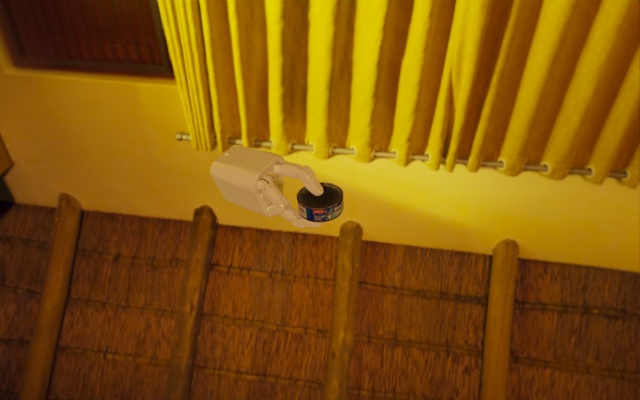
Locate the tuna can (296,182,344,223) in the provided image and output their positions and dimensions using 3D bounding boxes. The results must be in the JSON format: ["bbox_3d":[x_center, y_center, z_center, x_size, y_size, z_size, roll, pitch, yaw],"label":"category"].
[{"bbox_3d":[0.000,0.003,0.876,0.086,0.034,0.086,-3,34,2],"label":"tuna can"}]
